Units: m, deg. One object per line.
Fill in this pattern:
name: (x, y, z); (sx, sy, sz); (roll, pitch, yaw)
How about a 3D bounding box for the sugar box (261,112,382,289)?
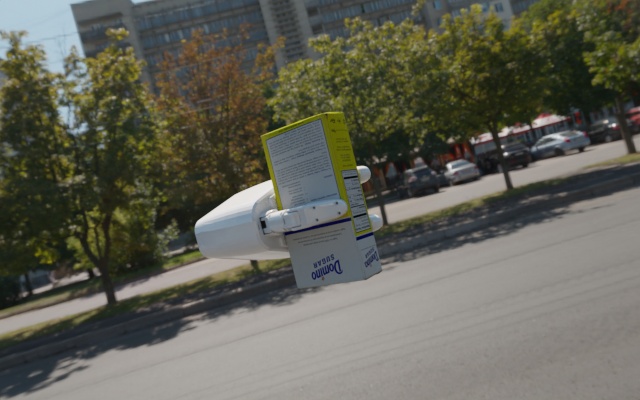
sugar box: (0.000, 0.002, 0.518); (0.093, 0.176, 0.048); (-14, 1, 36)
